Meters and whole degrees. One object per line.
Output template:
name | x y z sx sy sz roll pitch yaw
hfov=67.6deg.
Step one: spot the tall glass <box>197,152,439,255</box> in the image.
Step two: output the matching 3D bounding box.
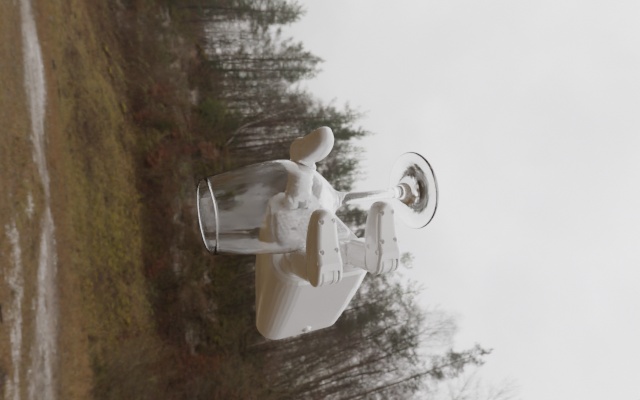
tall glass | 0.001 0.001 0.414 0.201 0.079 0.079 -7 3 -26
